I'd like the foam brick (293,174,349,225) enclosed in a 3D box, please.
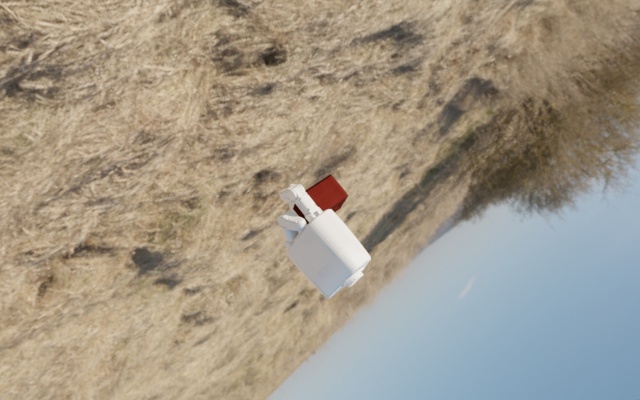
[{"bbox_3d":[0.000,0.002,0.831,0.078,0.051,0.053,-34,-16,-30],"label":"foam brick"}]
